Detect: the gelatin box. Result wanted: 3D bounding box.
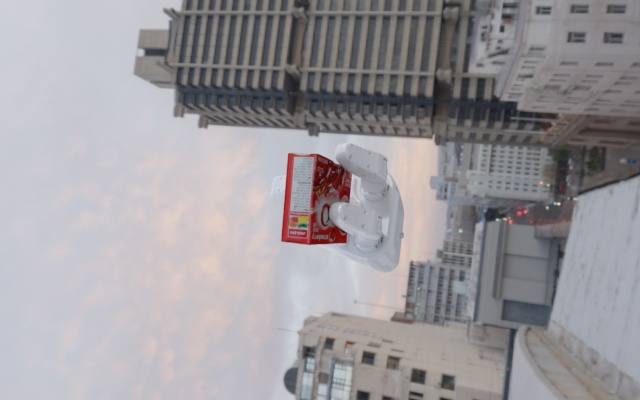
[{"bbox_3d":[0.000,0.001,0.417,0.030,0.073,0.089,4,-3,23],"label":"gelatin box"}]
